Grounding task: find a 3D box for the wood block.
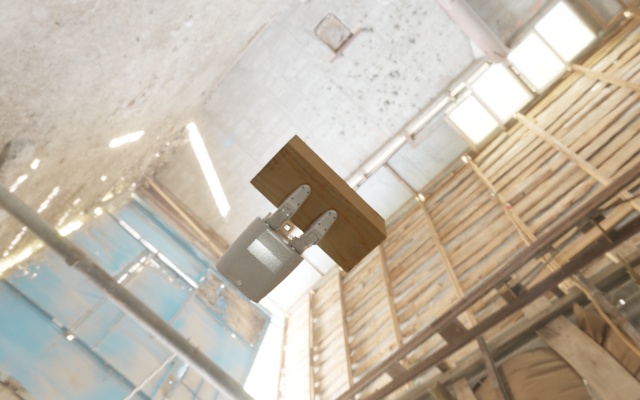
[{"bbox_3d":[0.000,0.003,0.757,0.090,0.206,0.090,-44,8,14],"label":"wood block"}]
